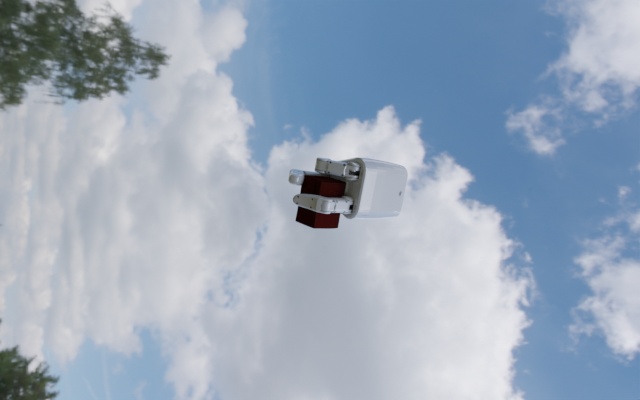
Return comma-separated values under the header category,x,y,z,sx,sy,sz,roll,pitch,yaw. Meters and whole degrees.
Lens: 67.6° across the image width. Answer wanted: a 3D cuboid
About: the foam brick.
category,x,y,z,sx,sy,sz,roll,pitch,yaw
foam brick,0.000,0.003,0.763,0.051,0.078,0.053,3,12,-39
